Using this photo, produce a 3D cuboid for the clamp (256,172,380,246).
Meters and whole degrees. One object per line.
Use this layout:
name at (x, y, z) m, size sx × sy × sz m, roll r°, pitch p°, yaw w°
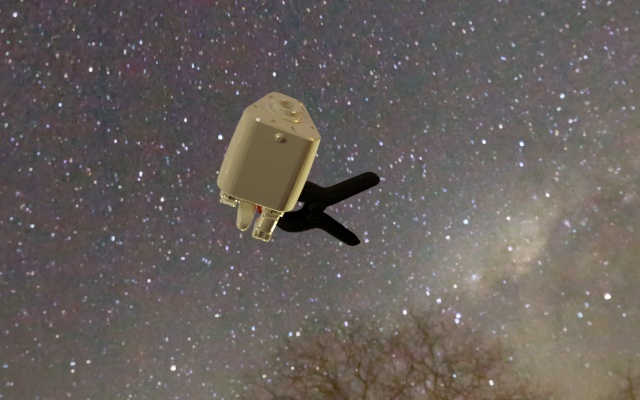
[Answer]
clamp at (0.000, 0.002, 0.662) m, size 0.171 × 0.120 × 0.039 m, roll 11°, pitch 22°, yaw -26°
